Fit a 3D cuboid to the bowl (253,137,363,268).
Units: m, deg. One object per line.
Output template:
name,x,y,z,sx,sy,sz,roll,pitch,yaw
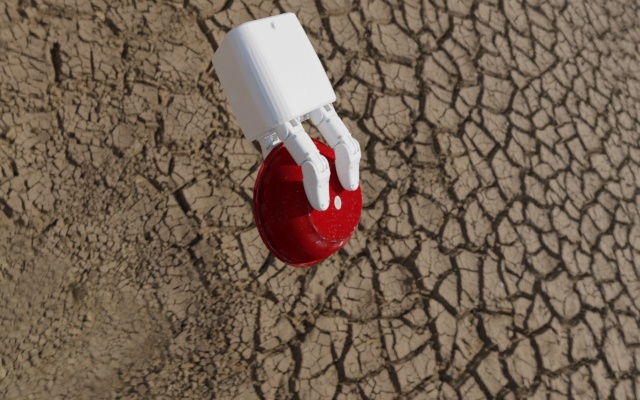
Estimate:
bowl,0.001,0.003,0.570,0.162,0.162,0.055,0,0,-45
